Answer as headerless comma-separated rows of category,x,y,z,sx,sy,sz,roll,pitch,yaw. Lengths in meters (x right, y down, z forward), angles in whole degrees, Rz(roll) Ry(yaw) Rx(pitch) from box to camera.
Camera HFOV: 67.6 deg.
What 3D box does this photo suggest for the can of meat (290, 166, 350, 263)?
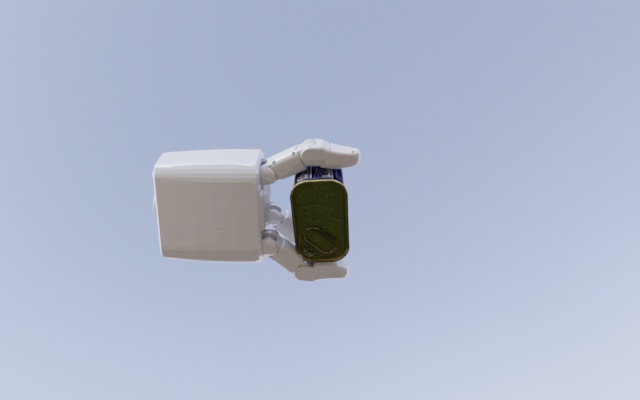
can of meat,0.000,0.001,0.519,0.057,0.102,0.084,-3,32,2
